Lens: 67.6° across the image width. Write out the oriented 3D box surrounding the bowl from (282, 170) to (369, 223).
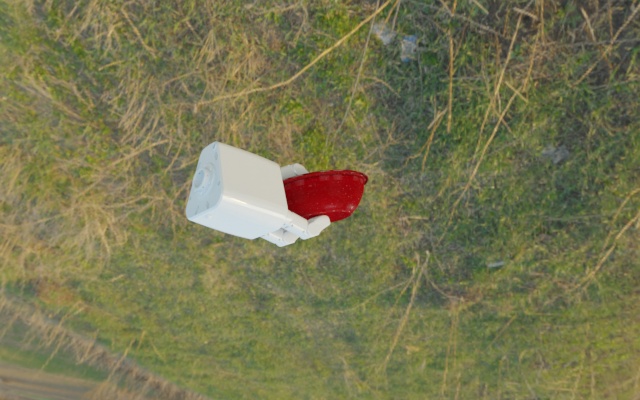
[{"bbox_3d":[0.001,0.003,0.757,0.162,0.055,0.162,-8,-14,-2],"label":"bowl"}]
